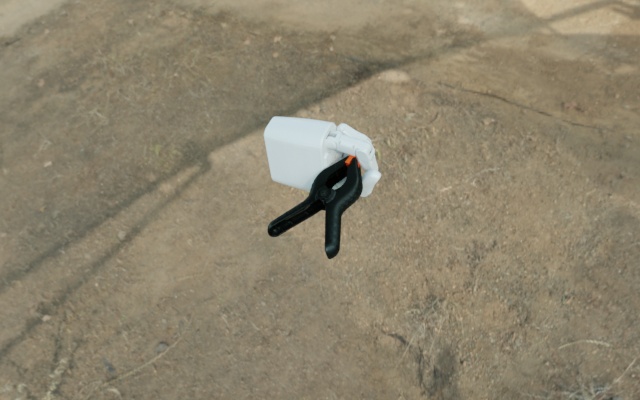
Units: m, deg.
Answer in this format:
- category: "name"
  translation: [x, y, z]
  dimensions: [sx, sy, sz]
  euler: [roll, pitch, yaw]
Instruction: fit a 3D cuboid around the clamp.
- category: "clamp"
  translation: [0.000, 0.002, 0.694]
  dimensions: [0.120, 0.171, 0.039]
  euler: [12, -35, 25]
